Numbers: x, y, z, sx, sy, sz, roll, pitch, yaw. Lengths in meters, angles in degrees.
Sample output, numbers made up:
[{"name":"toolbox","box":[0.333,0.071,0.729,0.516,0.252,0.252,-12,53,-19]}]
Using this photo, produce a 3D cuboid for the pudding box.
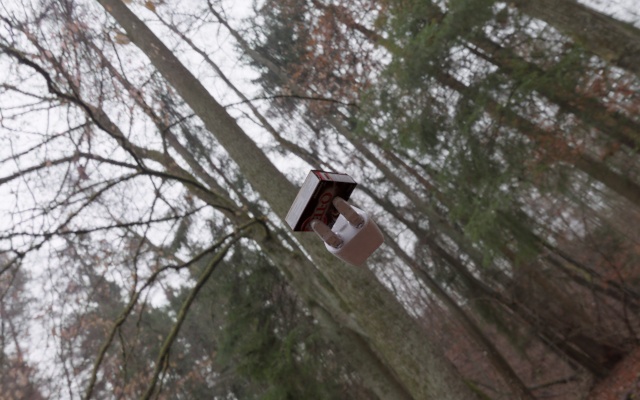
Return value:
[{"name":"pudding box","box":[0.000,0.003,0.833,0.090,0.113,0.039,2,33,-44]}]
